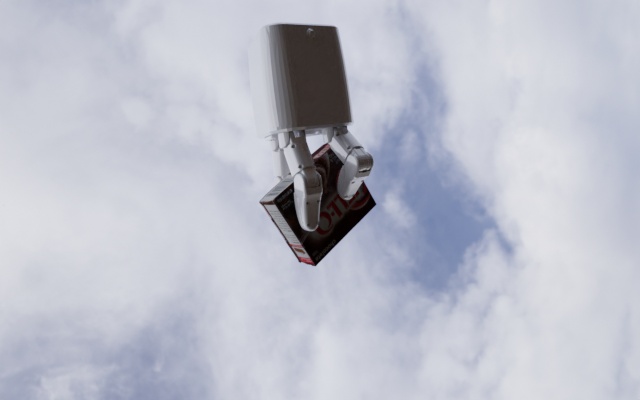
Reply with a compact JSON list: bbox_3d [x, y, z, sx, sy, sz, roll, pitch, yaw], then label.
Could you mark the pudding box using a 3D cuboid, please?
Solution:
[{"bbox_3d":[0.000,0.002,0.528,0.113,0.090,0.039,-42,23,-25],"label":"pudding box"}]
